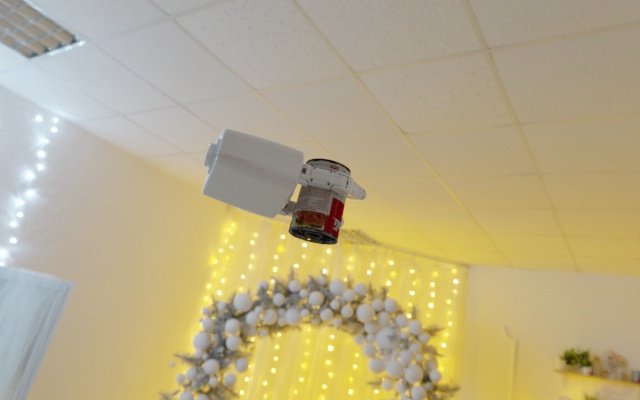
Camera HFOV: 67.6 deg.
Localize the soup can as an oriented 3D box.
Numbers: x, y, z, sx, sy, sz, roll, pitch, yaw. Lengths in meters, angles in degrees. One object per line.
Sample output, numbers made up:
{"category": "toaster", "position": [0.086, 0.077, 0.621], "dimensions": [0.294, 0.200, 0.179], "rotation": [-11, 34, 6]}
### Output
{"category": "soup can", "position": [0.001, 0.002, 0.652], "dimensions": [0.068, 0.102, 0.068], "rotation": [11, -18, 4]}
